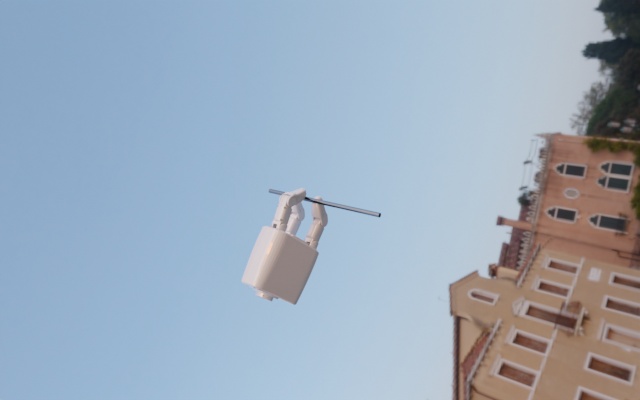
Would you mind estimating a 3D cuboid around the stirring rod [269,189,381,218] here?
[{"bbox_3d":[0.000,0.003,0.851,0.239,0.011,0.011,12,7,34],"label":"stirring rod"}]
